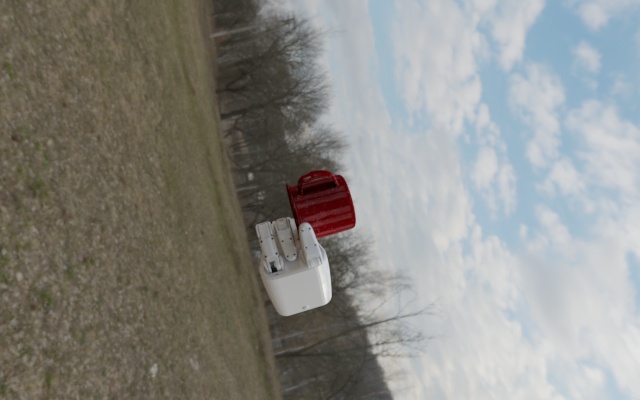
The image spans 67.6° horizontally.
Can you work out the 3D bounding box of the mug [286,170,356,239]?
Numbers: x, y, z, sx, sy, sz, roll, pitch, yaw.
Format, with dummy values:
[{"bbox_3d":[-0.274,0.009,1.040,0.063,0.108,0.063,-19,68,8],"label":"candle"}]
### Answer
[{"bbox_3d":[0.000,0.001,0.676,0.081,0.117,0.093,-15,44,-6],"label":"mug"}]
